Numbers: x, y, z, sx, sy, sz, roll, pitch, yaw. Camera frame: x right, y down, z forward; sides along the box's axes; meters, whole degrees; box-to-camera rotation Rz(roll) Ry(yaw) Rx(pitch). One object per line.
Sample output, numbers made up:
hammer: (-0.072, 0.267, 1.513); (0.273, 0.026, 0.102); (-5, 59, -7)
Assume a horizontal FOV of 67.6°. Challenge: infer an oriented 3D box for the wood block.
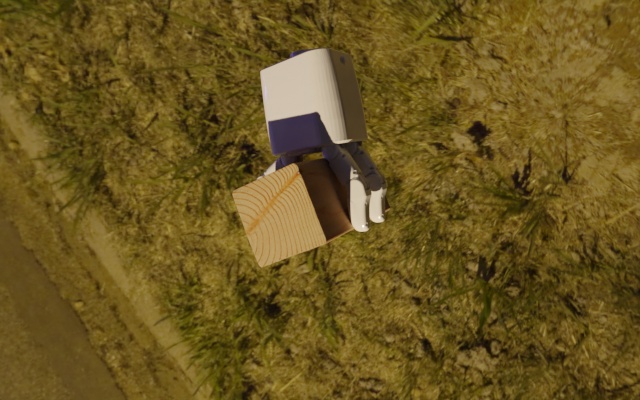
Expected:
wood block: (0.000, 0.002, 0.584); (0.091, 0.090, 0.206); (-22, -2, 28)
